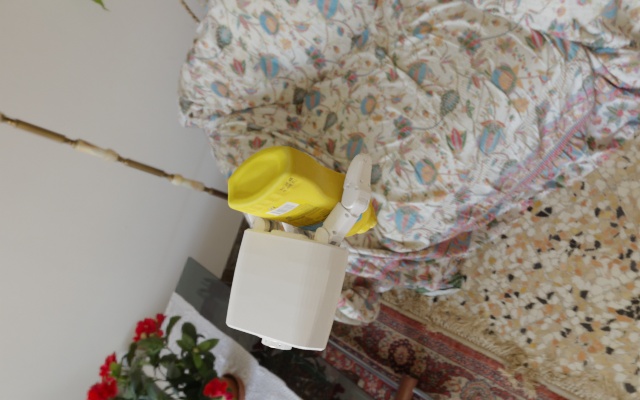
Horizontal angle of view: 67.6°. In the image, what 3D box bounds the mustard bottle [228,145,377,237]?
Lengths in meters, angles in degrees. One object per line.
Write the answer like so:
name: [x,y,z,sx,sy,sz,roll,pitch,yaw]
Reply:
mustard bottle: [0.000,0.001,0.529,0.096,0.058,0.192,-26,-32,35]
